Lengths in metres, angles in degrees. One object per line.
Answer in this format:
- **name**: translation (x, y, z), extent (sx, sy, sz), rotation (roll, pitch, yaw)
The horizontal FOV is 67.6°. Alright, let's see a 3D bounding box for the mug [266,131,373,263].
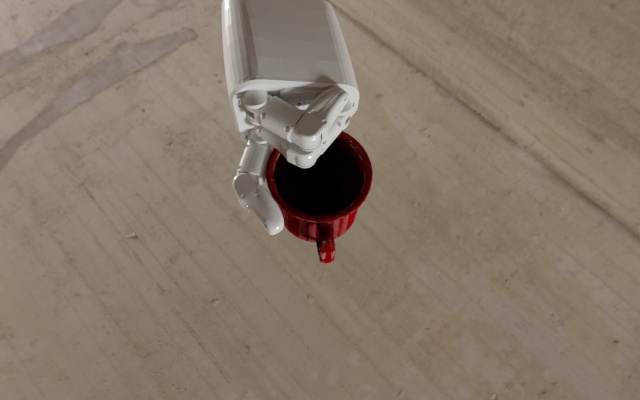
- **mug**: translation (0.000, 0.003, 0.447), extent (0.093, 0.117, 0.081), rotation (-8, -22, -5)
